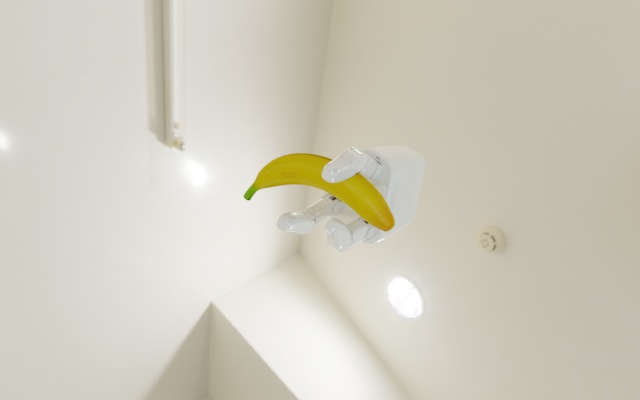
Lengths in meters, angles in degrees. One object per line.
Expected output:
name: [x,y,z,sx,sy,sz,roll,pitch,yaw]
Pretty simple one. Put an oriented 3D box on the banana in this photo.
banana: [0.000,-0.017,0.551,0.198,0.069,0.037,12,6,30]
